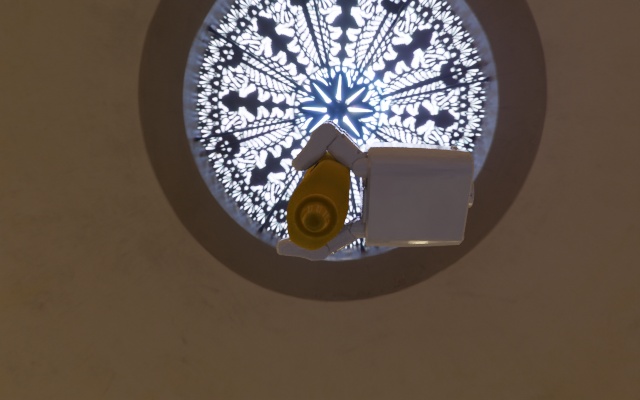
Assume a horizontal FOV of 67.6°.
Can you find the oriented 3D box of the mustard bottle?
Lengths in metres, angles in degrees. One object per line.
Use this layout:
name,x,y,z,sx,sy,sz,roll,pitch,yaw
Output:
mustard bottle,0.000,0.002,0.509,0.058,0.096,0.191,25,11,-2
